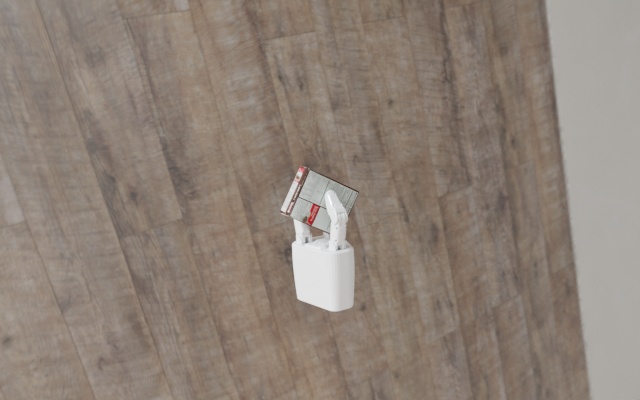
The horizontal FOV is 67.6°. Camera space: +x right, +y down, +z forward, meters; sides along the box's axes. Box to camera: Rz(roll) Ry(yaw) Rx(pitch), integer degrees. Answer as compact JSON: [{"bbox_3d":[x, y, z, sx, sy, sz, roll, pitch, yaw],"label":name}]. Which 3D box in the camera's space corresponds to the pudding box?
[{"bbox_3d":[0.000,0.003,0.815,0.113,0.090,0.039,24,-1,-31],"label":"pudding box"}]
